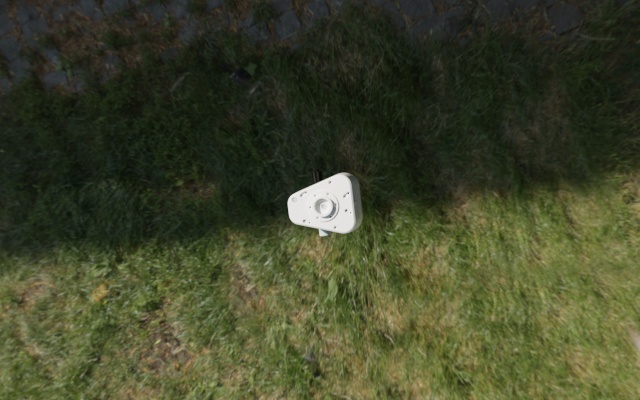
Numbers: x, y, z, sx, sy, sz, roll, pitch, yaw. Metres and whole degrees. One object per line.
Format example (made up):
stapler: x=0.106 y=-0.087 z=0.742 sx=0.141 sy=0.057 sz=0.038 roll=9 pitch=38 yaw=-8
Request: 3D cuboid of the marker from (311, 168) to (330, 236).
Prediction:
marker: x=0.000 y=0.003 z=0.854 sx=0.020 sy=0.121 sz=0.020 roll=-8 pitch=1 yaw=0
